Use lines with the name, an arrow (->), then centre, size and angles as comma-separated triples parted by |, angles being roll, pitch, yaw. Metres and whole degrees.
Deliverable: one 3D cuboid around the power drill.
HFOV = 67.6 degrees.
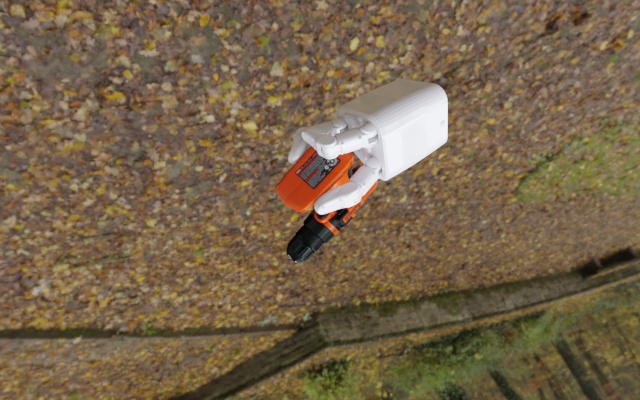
power drill -> 0.000, 0.002, 0.674 | 0.057, 0.184, 0.188 | 39, -5, 20
